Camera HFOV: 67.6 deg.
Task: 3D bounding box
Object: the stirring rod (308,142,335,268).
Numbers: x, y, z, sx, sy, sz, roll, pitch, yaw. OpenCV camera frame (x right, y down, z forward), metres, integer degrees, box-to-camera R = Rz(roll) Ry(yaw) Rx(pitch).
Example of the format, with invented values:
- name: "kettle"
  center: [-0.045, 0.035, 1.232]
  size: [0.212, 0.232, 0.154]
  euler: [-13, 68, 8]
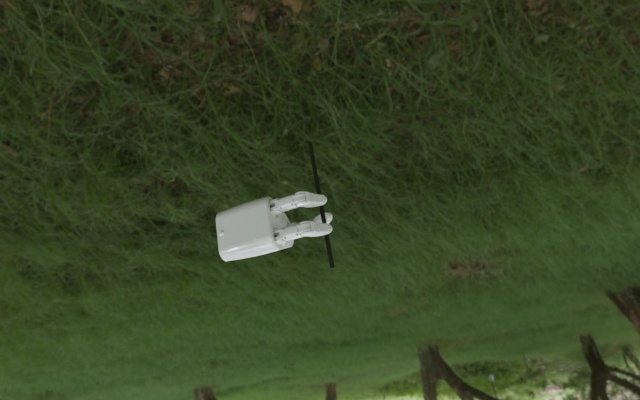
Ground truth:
- name: "stirring rod"
  center: [0.000, 0.003, 0.854]
  size: [0.011, 0.239, 0.011]
  euler: [-9, -20, -3]
